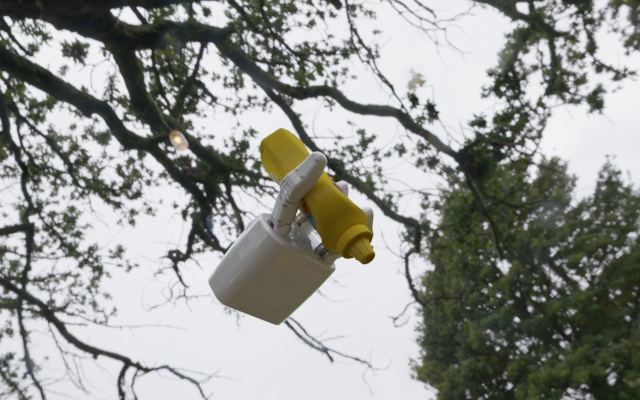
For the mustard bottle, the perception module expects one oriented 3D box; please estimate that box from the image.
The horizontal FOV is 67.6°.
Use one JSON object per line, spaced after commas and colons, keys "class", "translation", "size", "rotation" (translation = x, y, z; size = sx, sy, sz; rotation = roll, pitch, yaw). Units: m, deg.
{"class": "mustard bottle", "translation": [0.000, 0.001, 0.551], "size": [0.058, 0.191, 0.096], "rotation": [-34, -36, -7]}
